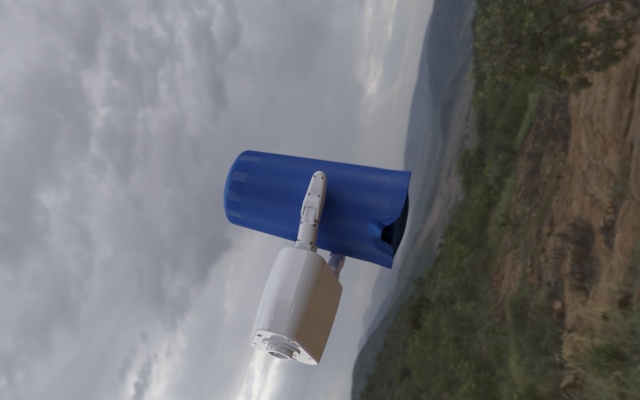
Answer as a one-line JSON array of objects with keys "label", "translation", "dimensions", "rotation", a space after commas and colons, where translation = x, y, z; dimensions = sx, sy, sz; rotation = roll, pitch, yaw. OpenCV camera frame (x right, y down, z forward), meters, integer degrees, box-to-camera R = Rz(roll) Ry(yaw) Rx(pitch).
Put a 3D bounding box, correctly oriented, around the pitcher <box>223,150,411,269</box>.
[{"label": "pitcher", "translation": [0.000, 0.002, 0.666], "dimensions": [0.243, 0.145, 0.149], "rotation": [12, -29, 10]}]
